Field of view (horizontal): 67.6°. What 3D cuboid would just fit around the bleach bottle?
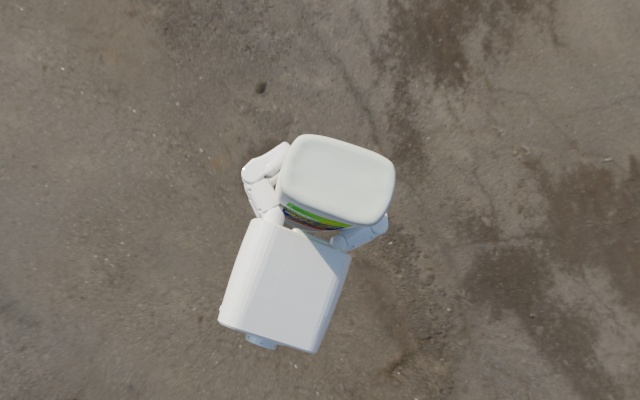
[{"bbox_3d":[0.000,0.002,0.527,0.102,0.068,0.251,19,-12,-3],"label":"bleach bottle"}]
